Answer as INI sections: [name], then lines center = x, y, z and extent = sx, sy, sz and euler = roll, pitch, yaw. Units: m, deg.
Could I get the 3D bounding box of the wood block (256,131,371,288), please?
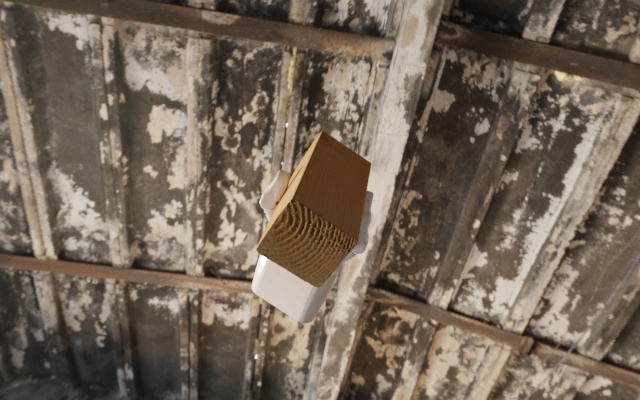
[wood block]
center = 0.000, 0.002, 0.624
extent = 0.091, 0.090, 0.206
euler = 32, 29, -8
